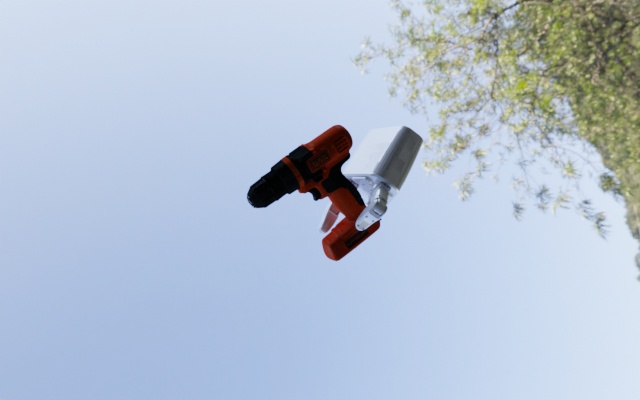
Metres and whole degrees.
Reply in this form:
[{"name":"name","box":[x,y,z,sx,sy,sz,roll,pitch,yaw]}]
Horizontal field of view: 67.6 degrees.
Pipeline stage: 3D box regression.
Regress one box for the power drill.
[{"name":"power drill","box":[0.001,0.003,0.742,0.184,0.188,0.057,-36,28,-10]}]
